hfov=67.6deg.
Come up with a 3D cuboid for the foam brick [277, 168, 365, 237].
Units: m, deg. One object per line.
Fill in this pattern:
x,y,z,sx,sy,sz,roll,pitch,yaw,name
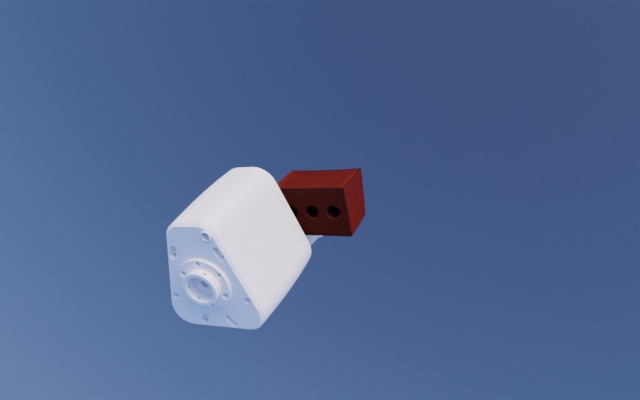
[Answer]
0.000,0.001,0.478,0.078,0.053,0.051,-1,24,22,foam brick
